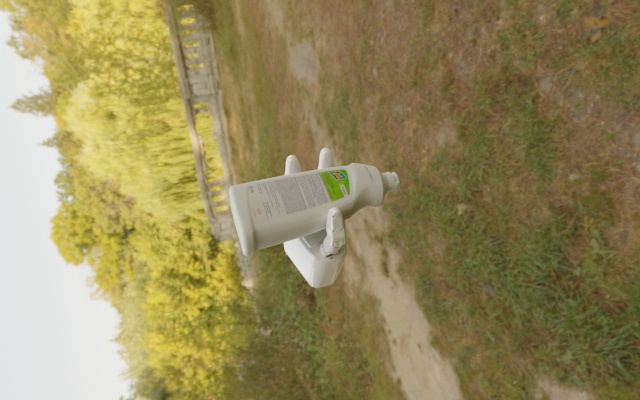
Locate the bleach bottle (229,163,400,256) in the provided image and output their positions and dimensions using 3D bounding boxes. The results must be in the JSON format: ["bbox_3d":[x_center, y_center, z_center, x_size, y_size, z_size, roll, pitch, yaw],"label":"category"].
[{"bbox_3d":[0.000,0.002,0.700,0.251,0.102,0.068,-12,-31,-15],"label":"bleach bottle"}]
